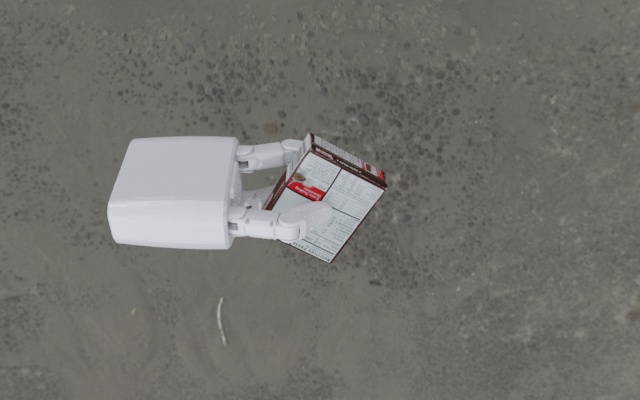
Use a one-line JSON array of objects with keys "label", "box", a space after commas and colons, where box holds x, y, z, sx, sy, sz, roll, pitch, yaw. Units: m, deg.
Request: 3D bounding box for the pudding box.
[{"label": "pudding box", "box": [0.000, 0.002, 0.484, 0.090, 0.113, 0.039, 26, 30, -16]}]
